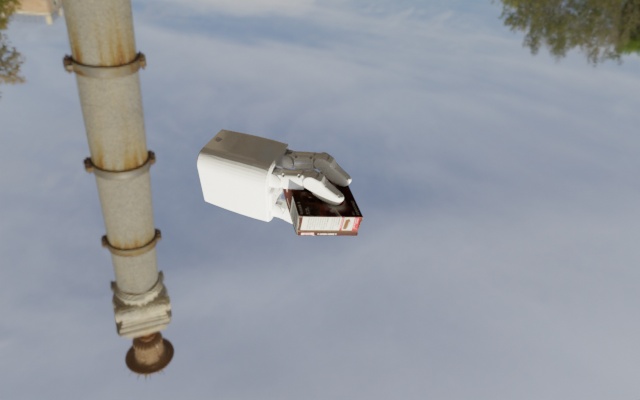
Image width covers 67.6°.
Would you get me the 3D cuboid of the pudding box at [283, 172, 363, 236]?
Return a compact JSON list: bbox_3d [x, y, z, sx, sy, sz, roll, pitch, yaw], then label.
[{"bbox_3d":[0.000,0.002,0.673,0.090,0.039,0.113,1,38,-16],"label":"pudding box"}]
